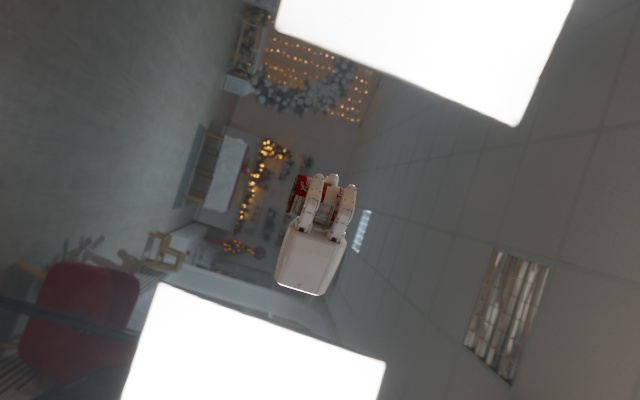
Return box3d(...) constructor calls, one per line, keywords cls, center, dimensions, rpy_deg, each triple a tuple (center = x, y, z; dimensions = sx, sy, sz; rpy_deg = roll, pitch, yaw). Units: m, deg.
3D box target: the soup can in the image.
box3d(cls="soup can", center=(0.001, 0.002, 0.787), dimensions=(0.102, 0.068, 0.068), rpy_deg=(18, -2, -5))
